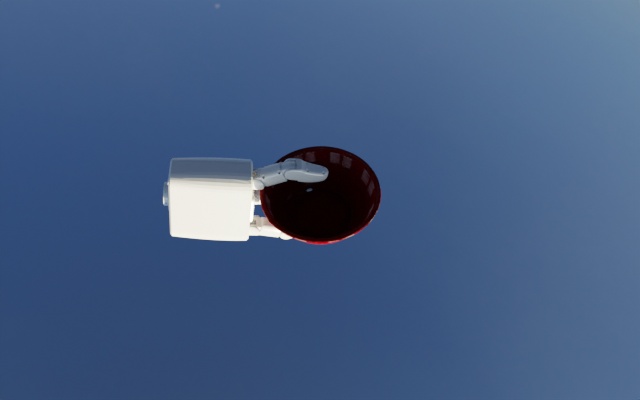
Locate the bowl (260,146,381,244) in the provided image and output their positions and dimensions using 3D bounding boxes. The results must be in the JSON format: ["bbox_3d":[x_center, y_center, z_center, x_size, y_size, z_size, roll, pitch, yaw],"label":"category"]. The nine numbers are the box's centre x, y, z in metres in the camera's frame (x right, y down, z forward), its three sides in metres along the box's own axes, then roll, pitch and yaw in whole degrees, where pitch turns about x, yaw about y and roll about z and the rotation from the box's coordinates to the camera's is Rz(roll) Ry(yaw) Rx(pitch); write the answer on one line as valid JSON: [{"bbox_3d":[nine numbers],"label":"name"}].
[{"bbox_3d":[0.001,0.003,0.654,0.162,0.162,0.055,0,-36,2],"label":"bowl"}]
